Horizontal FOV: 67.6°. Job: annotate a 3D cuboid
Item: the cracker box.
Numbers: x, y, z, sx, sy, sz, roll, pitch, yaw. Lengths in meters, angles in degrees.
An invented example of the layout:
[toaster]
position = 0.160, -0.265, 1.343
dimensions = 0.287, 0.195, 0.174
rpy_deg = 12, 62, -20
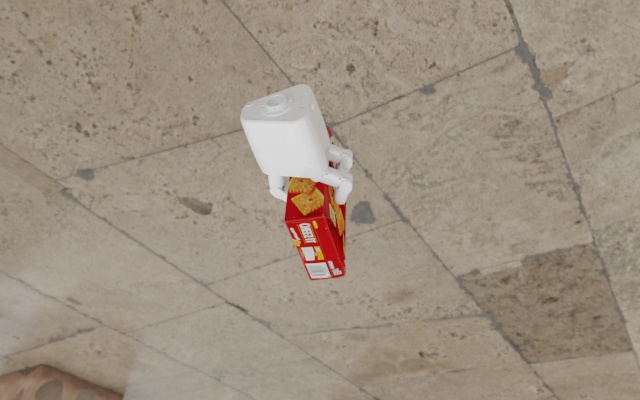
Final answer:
[cracker box]
position = 0.000, 0.003, 0.821
dimensions = 0.072, 0.213, 0.164
rpy_deg = -7, -44, 12
